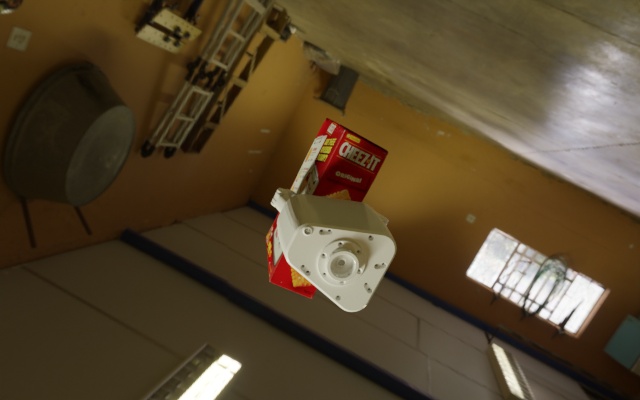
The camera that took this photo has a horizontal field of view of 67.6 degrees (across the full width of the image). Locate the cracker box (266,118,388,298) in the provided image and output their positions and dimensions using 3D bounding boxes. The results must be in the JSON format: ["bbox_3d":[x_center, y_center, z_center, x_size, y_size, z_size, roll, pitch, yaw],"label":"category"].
[{"bbox_3d":[0.000,0.002,0.662,0.072,0.214,0.164,25,10,-14],"label":"cracker box"}]
